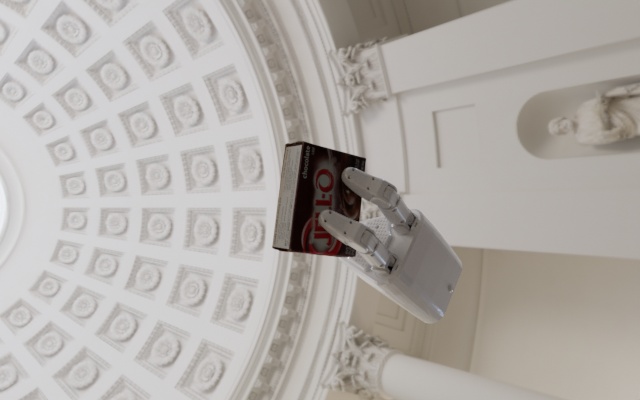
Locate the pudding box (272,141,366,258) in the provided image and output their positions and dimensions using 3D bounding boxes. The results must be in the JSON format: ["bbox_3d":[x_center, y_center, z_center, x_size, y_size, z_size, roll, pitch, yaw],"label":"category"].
[{"bbox_3d":[0.000,0.002,0.506,0.090,0.113,0.039,10,-7,-41],"label":"pudding box"}]
